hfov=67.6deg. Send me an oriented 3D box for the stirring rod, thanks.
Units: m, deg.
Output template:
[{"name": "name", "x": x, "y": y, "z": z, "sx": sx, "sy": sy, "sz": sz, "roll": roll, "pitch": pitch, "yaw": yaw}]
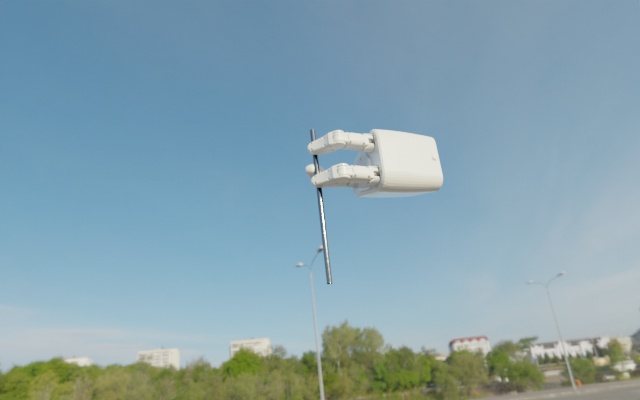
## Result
[{"name": "stirring rod", "x": 0.000, "y": 0.002, "z": 0.695, "sx": 0.011, "sy": 0.239, "sz": 0.011, "roll": -6, "pitch": -22, "yaw": -2}]
